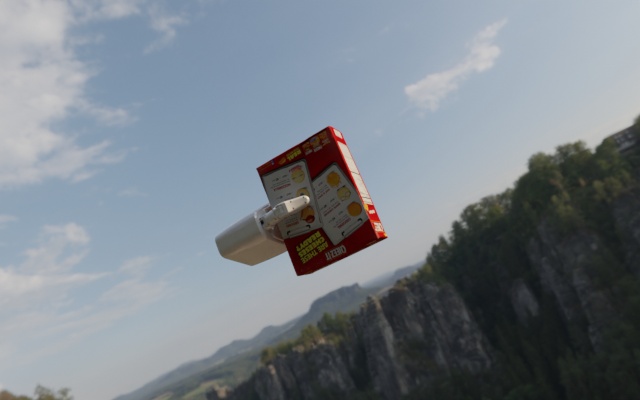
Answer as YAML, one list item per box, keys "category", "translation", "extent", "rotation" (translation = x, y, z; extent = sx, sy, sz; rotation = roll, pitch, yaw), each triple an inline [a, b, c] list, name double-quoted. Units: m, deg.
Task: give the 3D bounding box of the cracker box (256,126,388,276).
- category: "cracker box"
  translation: [0.000, 0.003, 0.845]
  extent: [0.164, 0.213, 0.072]
  rotation: [-28, -14, 21]
